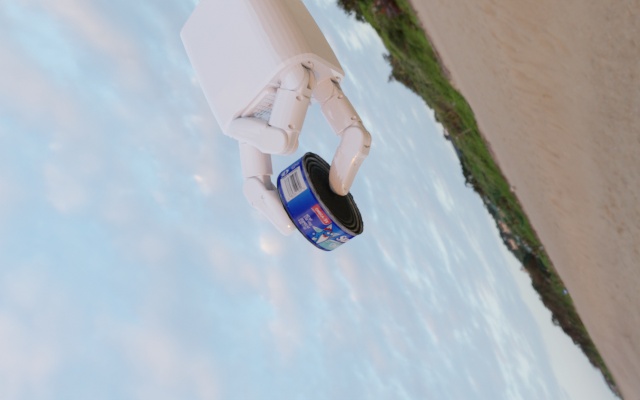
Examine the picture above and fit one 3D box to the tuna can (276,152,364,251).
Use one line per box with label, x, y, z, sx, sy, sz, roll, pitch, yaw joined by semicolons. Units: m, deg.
tuna can;0.000;0.002;0.423;0.034;0.086;0.086;-34;-12;19
